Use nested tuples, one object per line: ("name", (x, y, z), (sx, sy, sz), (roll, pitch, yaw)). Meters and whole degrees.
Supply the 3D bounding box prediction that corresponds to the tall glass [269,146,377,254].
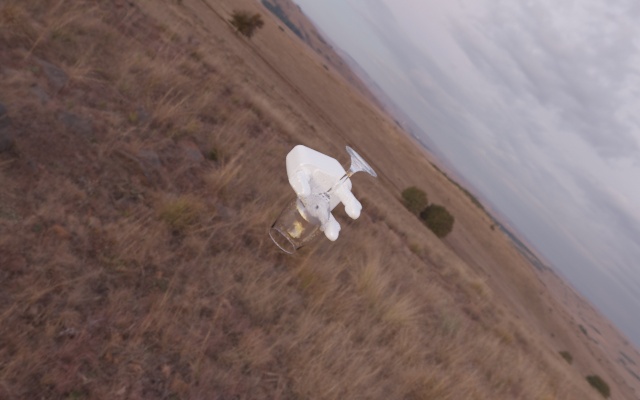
("tall glass", (0.001, 0.002, 0.821), (0.201, 0.079, 0.079), (-45, -13, 13))
